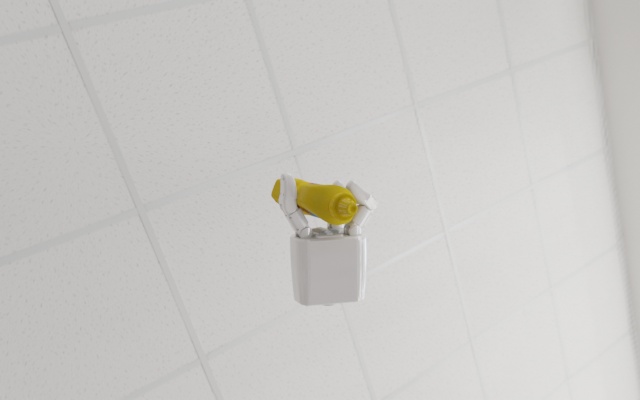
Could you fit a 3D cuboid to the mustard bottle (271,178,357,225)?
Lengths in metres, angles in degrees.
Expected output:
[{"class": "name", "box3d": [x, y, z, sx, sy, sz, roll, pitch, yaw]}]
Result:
[{"class": "mustard bottle", "box3d": [0.000, 0.002, 0.744, 0.096, 0.058, 0.191, 23, -4, -28]}]
